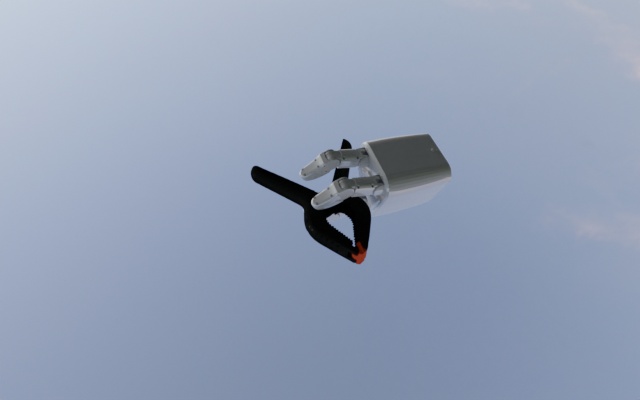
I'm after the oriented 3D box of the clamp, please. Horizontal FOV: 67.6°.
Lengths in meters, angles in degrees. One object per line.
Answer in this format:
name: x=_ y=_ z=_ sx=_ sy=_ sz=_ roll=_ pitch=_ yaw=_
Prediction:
clamp: x=0.000 y=0.003 z=0.679 sx=0.164 sy=0.209 sz=0.036 roll=-14 pitch=-36 yaw=-13
